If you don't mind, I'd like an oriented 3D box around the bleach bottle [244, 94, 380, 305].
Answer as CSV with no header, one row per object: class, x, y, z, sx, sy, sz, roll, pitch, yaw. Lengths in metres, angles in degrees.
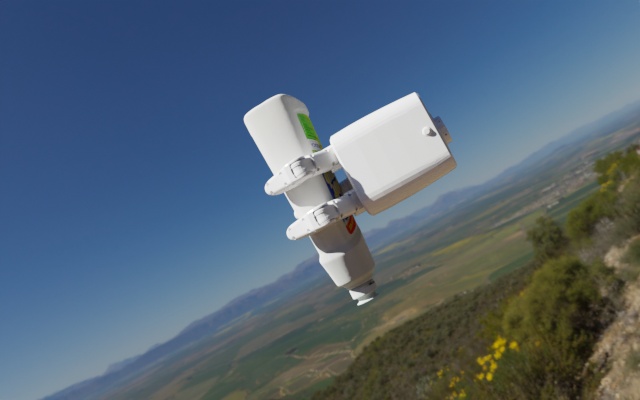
bleach bottle,0.000,0.002,0.564,0.068,0.251,0.102,-29,-7,13
